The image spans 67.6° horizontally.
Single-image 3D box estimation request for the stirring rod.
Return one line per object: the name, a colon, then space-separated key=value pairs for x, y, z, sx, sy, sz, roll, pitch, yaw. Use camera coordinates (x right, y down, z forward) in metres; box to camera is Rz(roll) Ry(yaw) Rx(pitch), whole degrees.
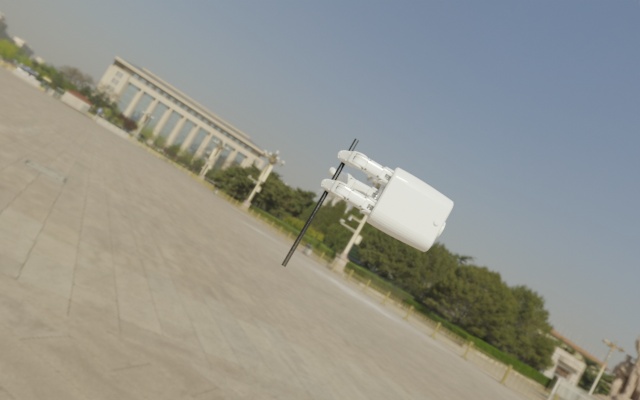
stirring rod: x=0.000 y=0.003 z=0.785 sx=0.011 sy=0.239 sz=0.011 roll=30 pitch=-4 yaw=3
